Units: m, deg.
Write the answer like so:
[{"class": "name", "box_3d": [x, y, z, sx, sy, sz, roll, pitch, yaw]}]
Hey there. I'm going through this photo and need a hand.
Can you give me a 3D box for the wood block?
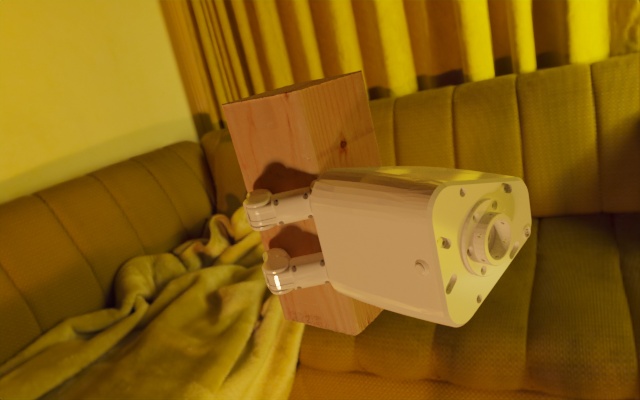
[{"class": "wood block", "box_3d": [0.001, 0.001, 0.427, 0.090, 0.206, 0.090, 1, 22, 40]}]
